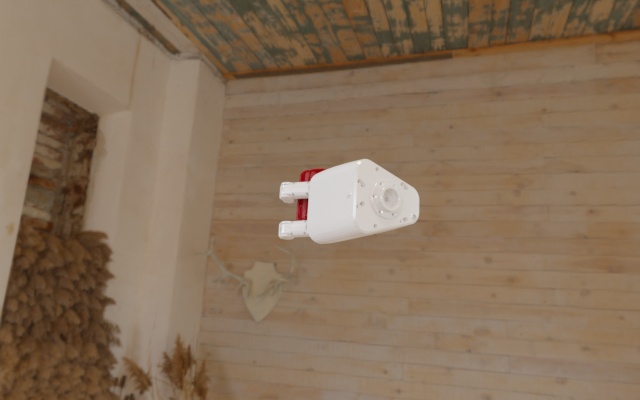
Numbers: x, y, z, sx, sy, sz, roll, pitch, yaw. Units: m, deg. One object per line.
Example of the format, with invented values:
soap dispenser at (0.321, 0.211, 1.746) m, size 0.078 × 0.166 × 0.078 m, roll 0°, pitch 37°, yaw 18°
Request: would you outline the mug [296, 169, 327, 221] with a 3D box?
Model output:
mug at (-0.001, 0.002, 0.730) m, size 0.093 × 0.081 × 0.117 m, roll 11°, pitch -14°, yaw -31°
